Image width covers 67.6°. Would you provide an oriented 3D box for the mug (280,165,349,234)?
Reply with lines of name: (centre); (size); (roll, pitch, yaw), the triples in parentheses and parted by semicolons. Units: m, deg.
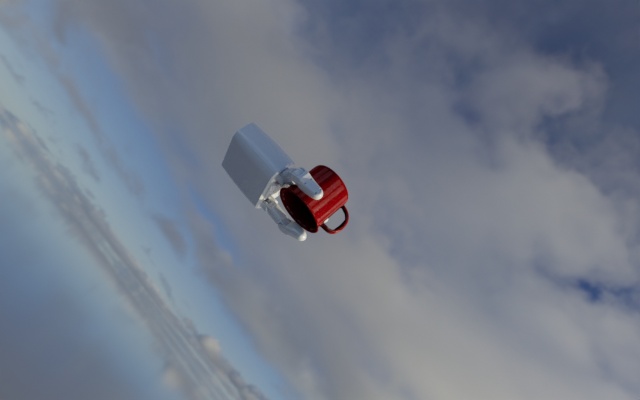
mug: (0.001, 0.004, 0.798); (0.081, 0.117, 0.093); (-39, -9, -23)
